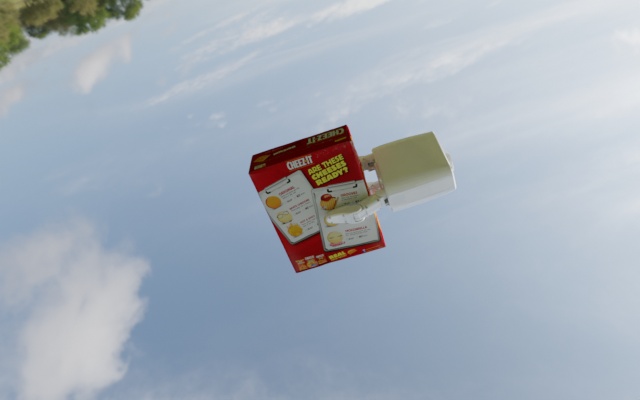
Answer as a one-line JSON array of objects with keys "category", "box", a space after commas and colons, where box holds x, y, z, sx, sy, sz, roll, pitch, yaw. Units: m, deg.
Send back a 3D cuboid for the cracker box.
[{"category": "cracker box", "box": [0.000, 0.003, 0.782, 0.164, 0.214, 0.072, -17, 32, 7]}]
